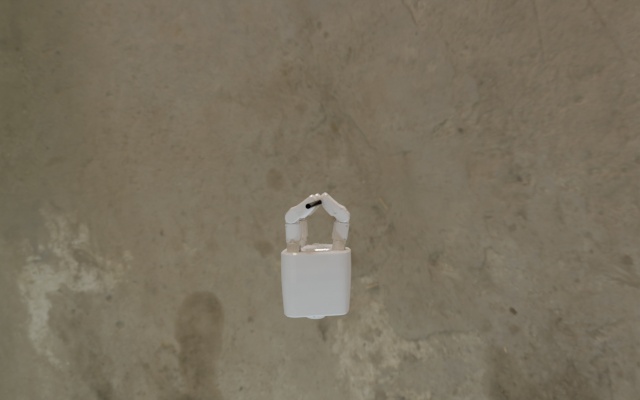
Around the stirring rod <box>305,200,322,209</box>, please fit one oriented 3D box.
[{"bbox_3d":[0.000,0.003,0.794,0.011,0.011,0.239,0,3,9],"label":"stirring rod"}]
